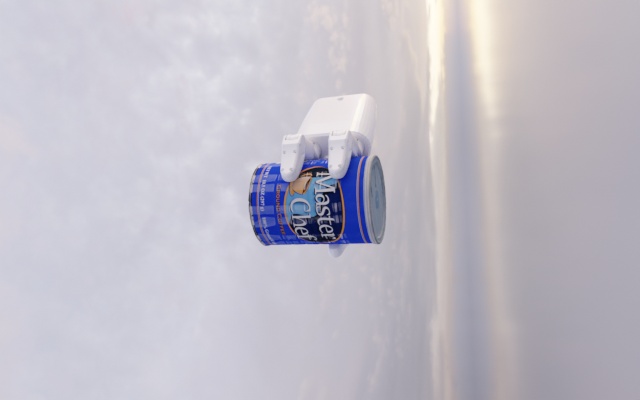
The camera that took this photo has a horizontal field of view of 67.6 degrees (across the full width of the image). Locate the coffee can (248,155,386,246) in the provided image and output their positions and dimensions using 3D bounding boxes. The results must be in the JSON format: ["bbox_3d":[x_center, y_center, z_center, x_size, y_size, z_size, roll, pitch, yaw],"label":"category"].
[{"bbox_3d":[0.000,0.002,0.566,0.140,0.103,0.103,-3,-1,17],"label":"coffee can"}]
